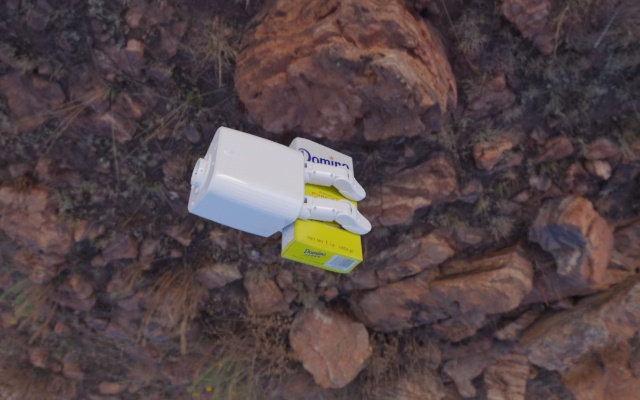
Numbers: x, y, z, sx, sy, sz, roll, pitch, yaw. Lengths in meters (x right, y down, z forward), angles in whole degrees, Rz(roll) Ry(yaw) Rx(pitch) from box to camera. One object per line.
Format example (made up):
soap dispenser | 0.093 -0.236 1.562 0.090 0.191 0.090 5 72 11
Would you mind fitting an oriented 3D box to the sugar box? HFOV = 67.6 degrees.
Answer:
sugar box | 0.000 0.002 0.618 0.093 0.176 0.048 19 -42 -24
